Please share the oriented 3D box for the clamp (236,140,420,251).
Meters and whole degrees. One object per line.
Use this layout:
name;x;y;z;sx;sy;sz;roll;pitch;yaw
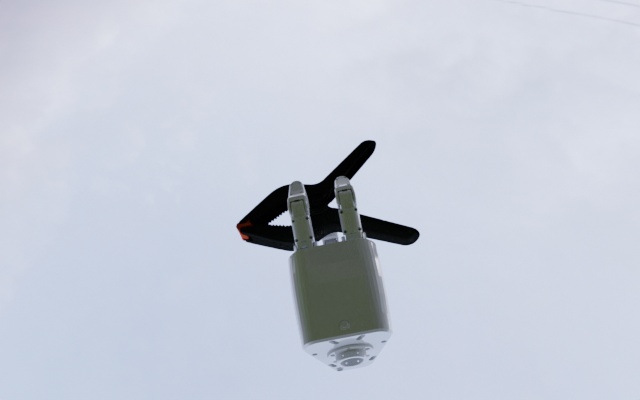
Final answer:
clamp;0.000;0.003;0.593;0.210;0.164;0.036;-11;-38;1
